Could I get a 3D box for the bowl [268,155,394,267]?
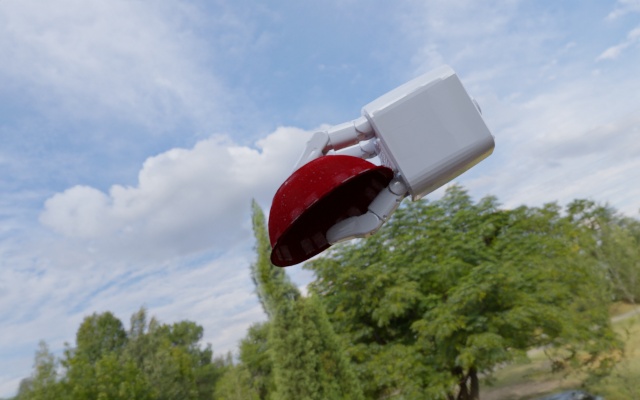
[{"bbox_3d":[-0.001,0.002,0.518,0.162,0.055,0.162,-34,-20,-14],"label":"bowl"}]
